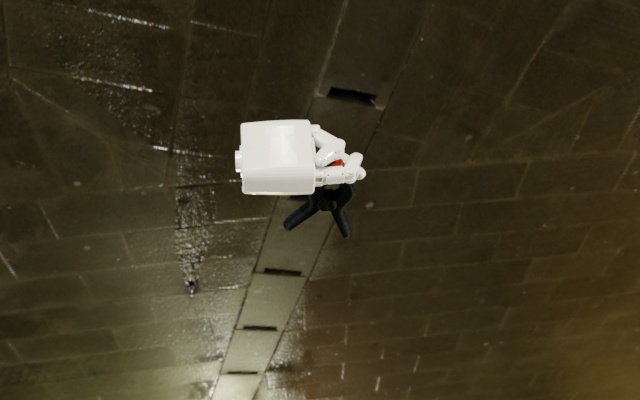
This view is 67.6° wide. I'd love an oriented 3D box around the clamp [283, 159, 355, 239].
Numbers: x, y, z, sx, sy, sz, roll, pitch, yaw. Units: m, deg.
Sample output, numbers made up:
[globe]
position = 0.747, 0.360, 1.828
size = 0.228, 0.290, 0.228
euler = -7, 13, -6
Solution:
[clamp]
position = 0.000, 0.003, 0.792
size = 0.120, 0.172, 0.039
euler = -2, 43, -8
